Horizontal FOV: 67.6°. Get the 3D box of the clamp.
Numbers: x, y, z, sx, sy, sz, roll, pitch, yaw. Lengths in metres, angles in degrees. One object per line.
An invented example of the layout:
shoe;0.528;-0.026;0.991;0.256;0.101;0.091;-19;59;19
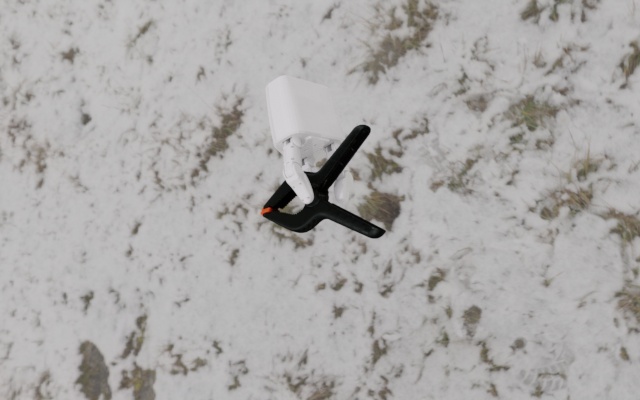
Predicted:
clamp;-0.001;0.002;0.696;0.210;0.164;0.036;-25;-26;30
